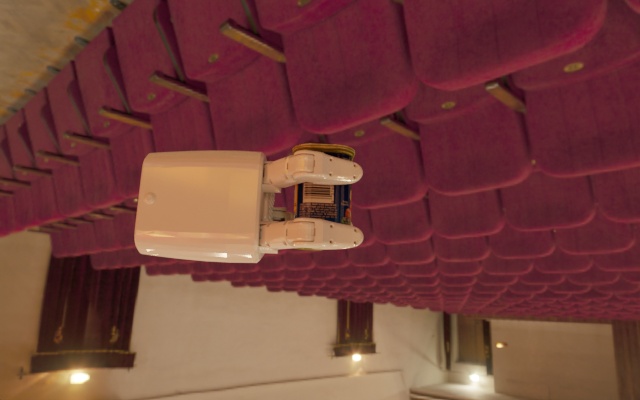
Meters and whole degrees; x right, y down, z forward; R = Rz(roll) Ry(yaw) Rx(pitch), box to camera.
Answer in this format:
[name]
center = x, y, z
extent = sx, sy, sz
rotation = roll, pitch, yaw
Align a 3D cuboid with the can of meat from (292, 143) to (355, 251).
[can of meat]
center = 0.000, 0.002, 0.457
extent = 0.057, 0.084, 0.102
rotation = 3, -12, -3
